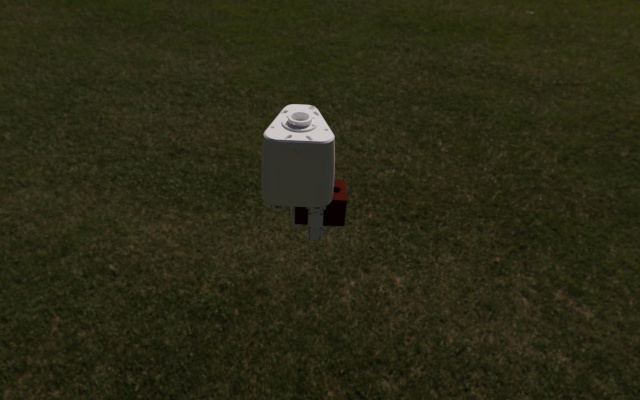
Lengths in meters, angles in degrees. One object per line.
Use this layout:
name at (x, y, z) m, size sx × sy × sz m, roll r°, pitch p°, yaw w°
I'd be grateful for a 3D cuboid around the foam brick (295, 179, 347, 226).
foam brick at (0.000, 0.002, 0.722) m, size 0.078 × 0.051 × 0.053 m, roll 2°, pitch 38°, yaw -2°
